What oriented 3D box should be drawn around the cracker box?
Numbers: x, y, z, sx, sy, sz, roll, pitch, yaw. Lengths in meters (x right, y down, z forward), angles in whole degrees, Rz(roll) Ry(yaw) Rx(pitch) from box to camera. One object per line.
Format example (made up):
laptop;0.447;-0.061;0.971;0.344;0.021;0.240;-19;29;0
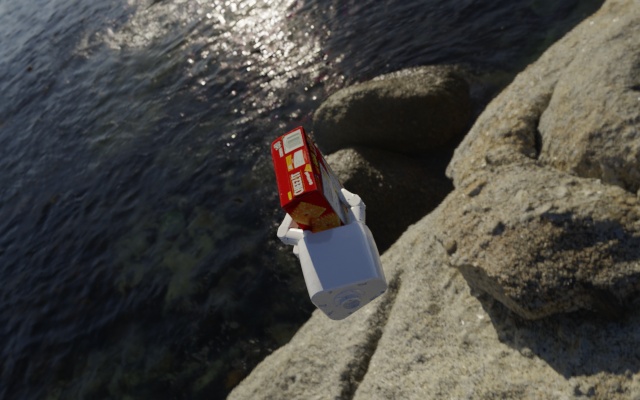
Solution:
cracker box;0.000;0.003;0.832;0.072;0.164;0.214;-26;-45;12
